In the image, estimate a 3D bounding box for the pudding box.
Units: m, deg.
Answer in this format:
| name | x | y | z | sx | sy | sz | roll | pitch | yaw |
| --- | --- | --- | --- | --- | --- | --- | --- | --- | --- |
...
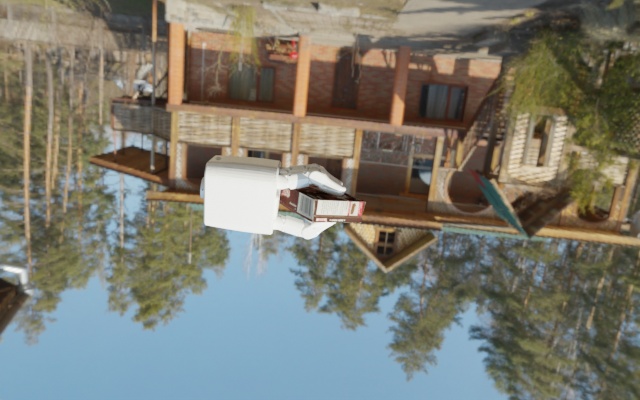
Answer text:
| name | x | y | z | sx | sy | sz | roll | pitch | yaw |
| --- | --- | --- | --- | --- | --- | --- | --- | --- | --- |
| pudding box | 0.000 | 0.003 | 0.734 | 0.090 | 0.039 | 0.113 | 1 | 15 | -31 |
